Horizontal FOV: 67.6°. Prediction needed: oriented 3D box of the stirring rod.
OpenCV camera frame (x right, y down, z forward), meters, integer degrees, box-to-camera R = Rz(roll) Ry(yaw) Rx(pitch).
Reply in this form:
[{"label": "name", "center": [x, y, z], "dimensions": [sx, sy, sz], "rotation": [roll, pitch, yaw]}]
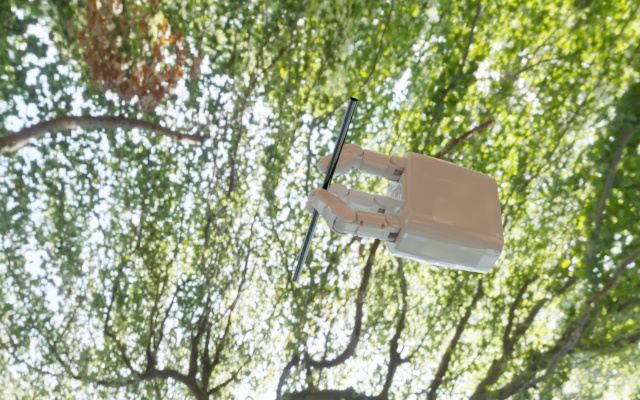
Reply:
[{"label": "stirring rod", "center": [0.000, 0.002, 0.502], "dimensions": [0.011, 0.240, 0.011], "rotation": [12, 36, -9]}]
